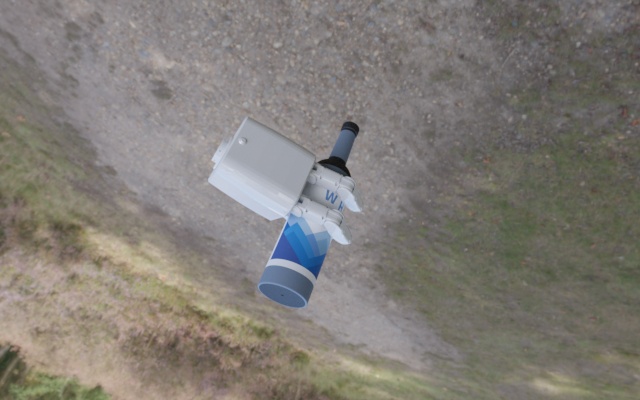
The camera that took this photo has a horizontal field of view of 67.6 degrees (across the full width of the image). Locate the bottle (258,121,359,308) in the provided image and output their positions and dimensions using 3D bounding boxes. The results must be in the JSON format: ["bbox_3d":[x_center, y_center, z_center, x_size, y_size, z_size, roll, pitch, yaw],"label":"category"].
[{"bbox_3d":[0.000,0.002,0.669,0.069,0.295,0.069,16,-32,10],"label":"bottle"}]
